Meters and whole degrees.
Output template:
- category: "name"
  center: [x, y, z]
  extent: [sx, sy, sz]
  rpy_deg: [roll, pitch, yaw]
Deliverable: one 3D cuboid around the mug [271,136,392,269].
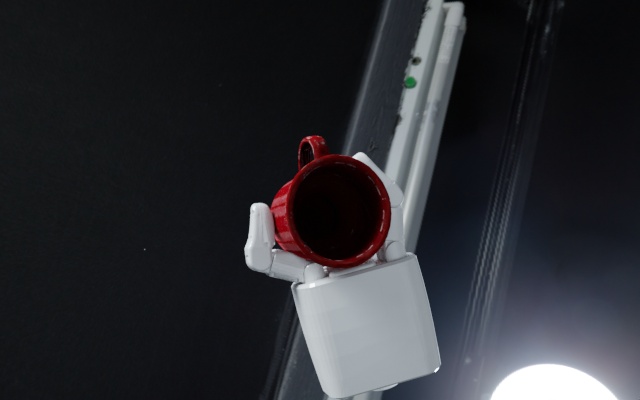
- category: "mug"
  center: [0.000, 0.000, 0.424]
  extent: [0.093, 0.117, 0.081]
  rpy_deg: [-14, -2, -21]
